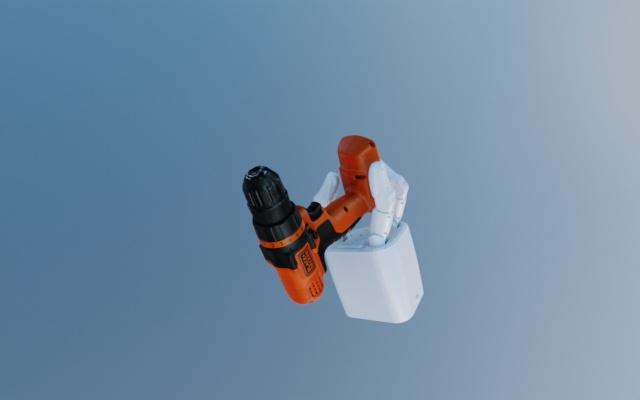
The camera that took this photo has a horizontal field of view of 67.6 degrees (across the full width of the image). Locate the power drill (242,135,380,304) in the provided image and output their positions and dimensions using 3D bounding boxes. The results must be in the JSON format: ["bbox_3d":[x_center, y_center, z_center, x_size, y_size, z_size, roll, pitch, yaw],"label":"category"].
[{"bbox_3d":[0.000,0.002,0.560,0.057,0.185,0.187,17,48,39],"label":"power drill"}]
